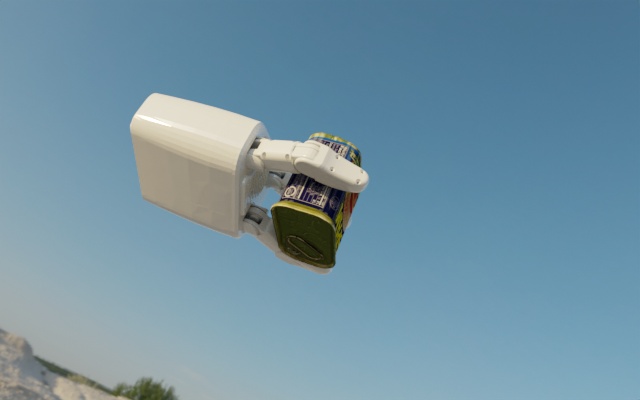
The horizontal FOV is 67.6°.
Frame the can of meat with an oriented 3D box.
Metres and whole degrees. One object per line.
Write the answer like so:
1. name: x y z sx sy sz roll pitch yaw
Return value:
1. can of meat: 0.000 0.001 0.438 0.057 0.084 0.102 17 -30 12
